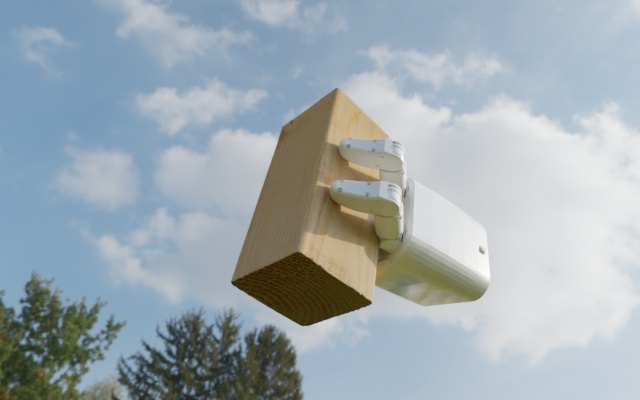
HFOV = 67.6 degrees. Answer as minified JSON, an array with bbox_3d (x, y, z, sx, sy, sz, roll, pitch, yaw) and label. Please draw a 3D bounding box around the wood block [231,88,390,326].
[{"bbox_3d":[0.000,0.002,0.464,0.090,0.206,0.091,38,-47,-27],"label":"wood block"}]
